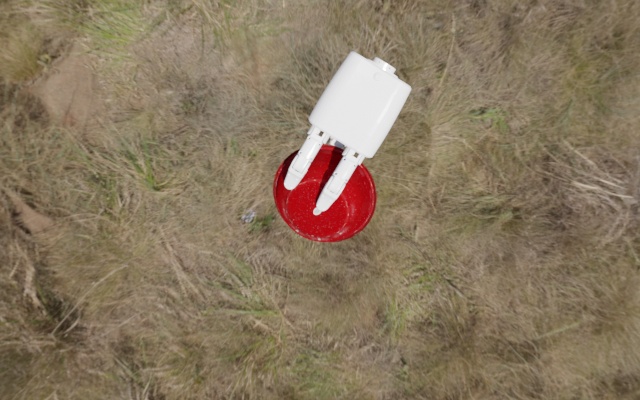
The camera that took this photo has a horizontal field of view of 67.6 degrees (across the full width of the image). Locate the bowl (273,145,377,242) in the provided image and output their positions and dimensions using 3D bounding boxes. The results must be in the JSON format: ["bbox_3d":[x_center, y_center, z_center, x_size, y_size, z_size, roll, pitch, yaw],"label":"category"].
[{"bbox_3d":[0.000,0.004,0.706,0.162,0.162,0.055,0,24,13],"label":"bowl"}]
